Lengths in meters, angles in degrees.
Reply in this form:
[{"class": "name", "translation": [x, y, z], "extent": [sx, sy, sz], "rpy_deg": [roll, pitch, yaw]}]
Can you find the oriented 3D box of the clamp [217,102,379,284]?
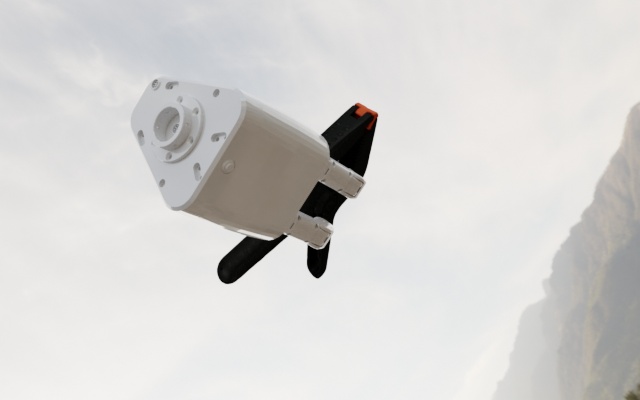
[{"class": "clamp", "translation": [0.000, 0.001, 0.493], "extent": [0.036, 0.210, 0.164], "rpy_deg": [36, 7, 30]}]
